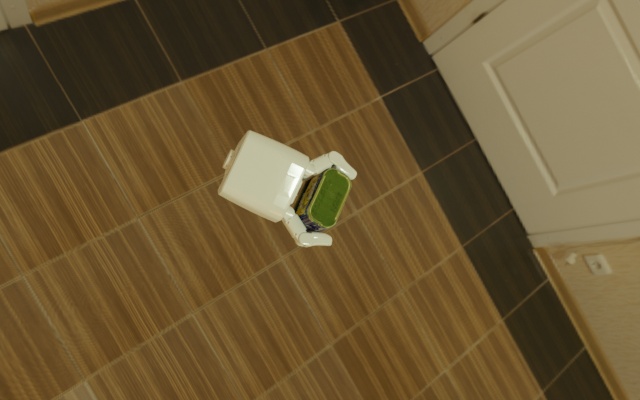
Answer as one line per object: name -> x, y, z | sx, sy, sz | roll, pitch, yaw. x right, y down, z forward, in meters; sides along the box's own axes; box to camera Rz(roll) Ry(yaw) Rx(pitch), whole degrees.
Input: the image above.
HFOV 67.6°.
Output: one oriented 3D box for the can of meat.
can of meat -> 0.000, 0.003, 0.786 | 0.057, 0.102, 0.084 | 29, -20, -15
